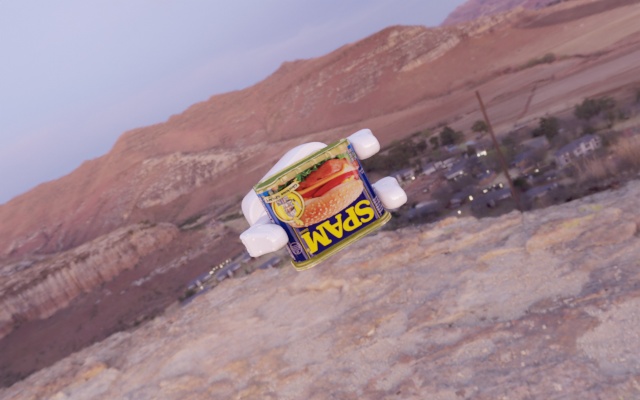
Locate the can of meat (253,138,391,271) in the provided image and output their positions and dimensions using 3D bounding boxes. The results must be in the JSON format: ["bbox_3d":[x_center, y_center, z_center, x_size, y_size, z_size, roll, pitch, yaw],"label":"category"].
[{"bbox_3d":[0.000,0.001,0.440,0.102,0.084,0.057,-30,11,-8],"label":"can of meat"}]
